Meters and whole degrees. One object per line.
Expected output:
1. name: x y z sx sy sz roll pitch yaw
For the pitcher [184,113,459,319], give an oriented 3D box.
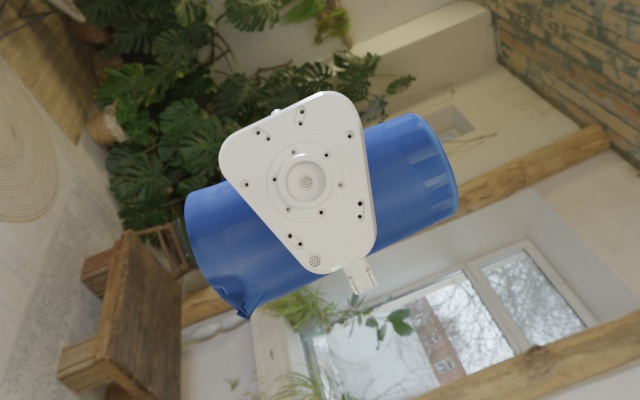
1. pitcher: 0.000 0.002 0.477 0.243 0.149 0.145 -23 -2 3
